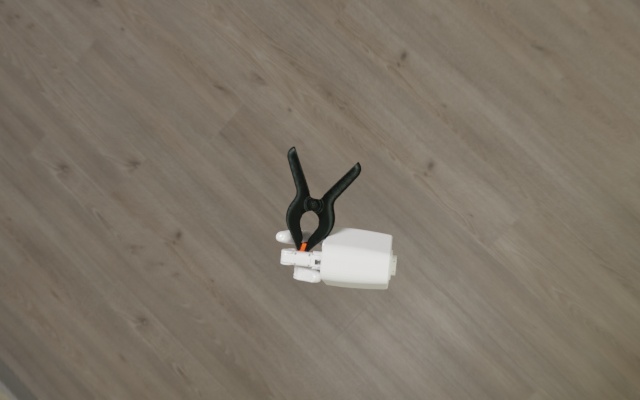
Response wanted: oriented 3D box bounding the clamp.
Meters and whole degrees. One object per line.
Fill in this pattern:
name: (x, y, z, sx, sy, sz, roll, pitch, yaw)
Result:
clamp: (0.000, 0.003, 0.769, 0.120, 0.171, 0.039, 5, 3, 8)
